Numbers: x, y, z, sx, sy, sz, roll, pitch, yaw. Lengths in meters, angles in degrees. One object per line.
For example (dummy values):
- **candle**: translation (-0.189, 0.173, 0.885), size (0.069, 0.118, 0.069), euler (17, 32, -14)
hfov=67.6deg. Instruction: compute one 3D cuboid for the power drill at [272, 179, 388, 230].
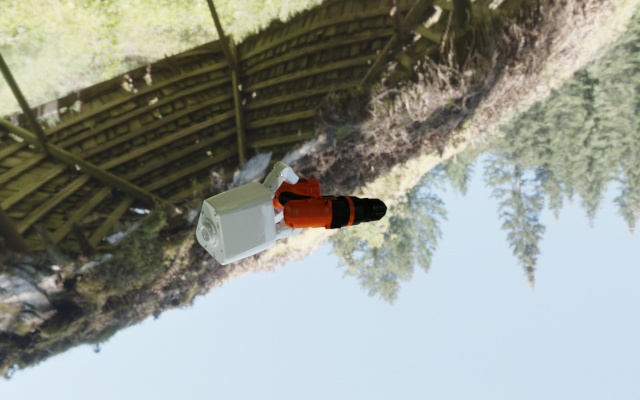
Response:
- **power drill**: translation (0.000, 0.003, 0.845), size (0.184, 0.057, 0.187), euler (-1, 12, -25)
